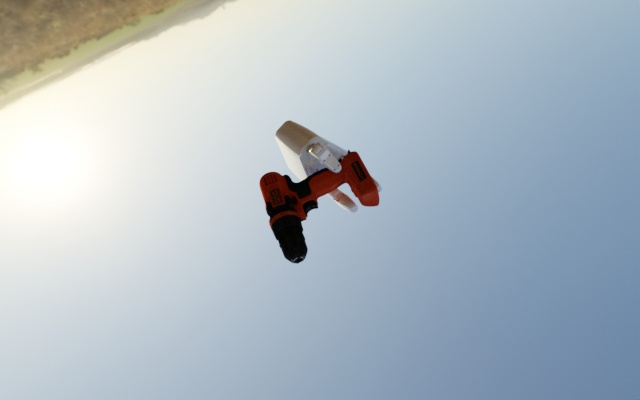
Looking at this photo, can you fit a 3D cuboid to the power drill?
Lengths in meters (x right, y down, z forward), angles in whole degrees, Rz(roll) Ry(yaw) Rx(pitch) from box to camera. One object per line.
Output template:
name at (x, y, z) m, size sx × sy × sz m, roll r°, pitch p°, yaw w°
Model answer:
power drill at (0.000, 0.002, 0.807) m, size 0.187 × 0.184 × 0.057 m, roll -20°, pitch -34°, yaw -5°
